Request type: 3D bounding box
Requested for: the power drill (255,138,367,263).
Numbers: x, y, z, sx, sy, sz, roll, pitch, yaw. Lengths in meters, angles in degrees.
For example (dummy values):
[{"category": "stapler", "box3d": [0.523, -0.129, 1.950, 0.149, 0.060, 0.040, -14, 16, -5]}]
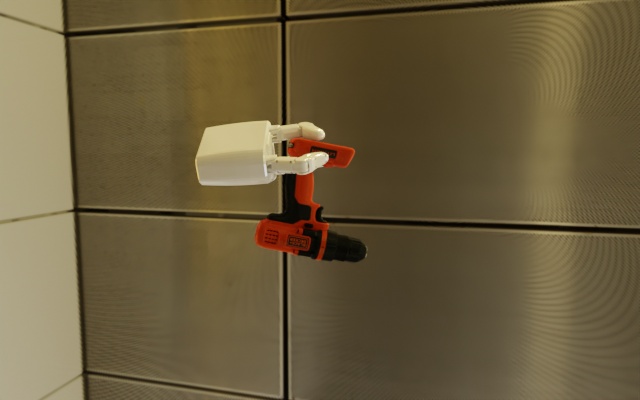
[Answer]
[{"category": "power drill", "box3d": [0.000, 0.002, 0.767, 0.184, 0.187, 0.057, 11, 2, -11]}]
